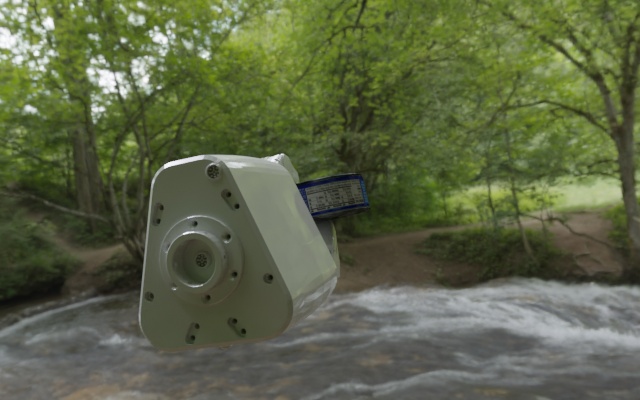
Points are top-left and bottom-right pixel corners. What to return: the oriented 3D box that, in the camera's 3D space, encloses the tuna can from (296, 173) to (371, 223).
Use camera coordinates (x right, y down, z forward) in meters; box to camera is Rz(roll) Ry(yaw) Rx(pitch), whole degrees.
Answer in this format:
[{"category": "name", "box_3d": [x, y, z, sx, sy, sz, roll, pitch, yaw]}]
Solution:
[{"category": "tuna can", "box_3d": [0.000, 0.001, 0.434, 0.086, 0.033, 0.086, -12, -5, -1]}]
